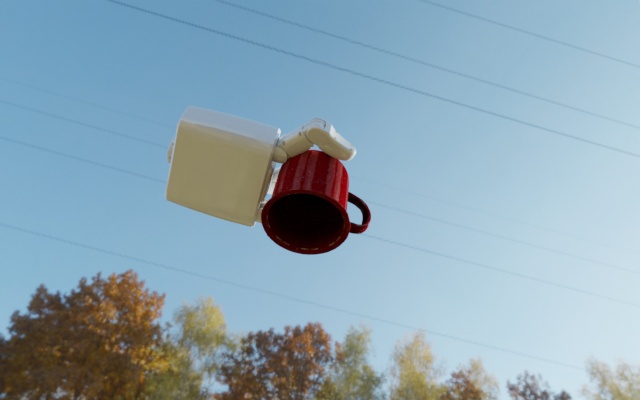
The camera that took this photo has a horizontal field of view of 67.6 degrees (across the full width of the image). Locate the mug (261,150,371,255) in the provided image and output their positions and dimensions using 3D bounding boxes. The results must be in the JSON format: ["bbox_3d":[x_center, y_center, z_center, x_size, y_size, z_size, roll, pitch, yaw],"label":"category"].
[{"bbox_3d":[0.002,0.002,0.522,0.117,0.093,0.081,16,41,-6],"label":"mug"}]
